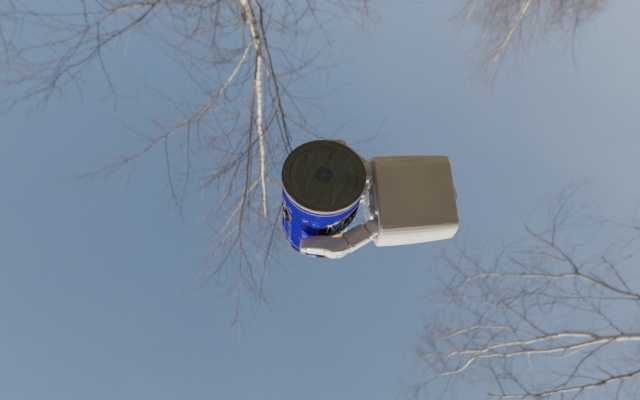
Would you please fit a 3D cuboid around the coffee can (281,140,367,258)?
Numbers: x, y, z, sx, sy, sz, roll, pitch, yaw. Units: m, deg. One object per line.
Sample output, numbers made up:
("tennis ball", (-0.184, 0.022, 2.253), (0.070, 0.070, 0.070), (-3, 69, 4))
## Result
("coffee can", (0.000, 0.002, 0.632), (0.103, 0.102, 0.140), (0, -29, -4))
